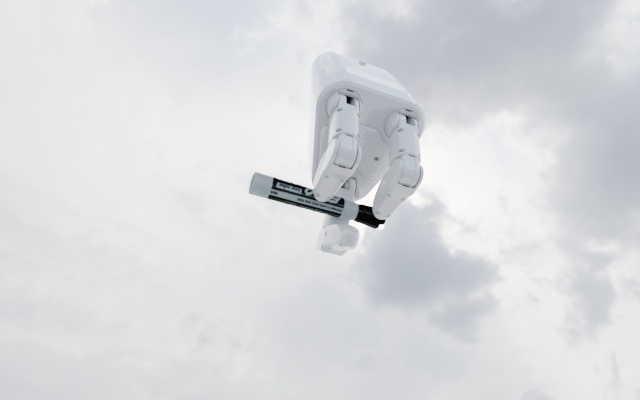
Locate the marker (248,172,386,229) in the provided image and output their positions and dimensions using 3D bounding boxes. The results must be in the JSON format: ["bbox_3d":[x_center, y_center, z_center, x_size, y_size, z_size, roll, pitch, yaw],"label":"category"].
[{"bbox_3d":[0.000,0.001,0.403,0.121,0.020,0.020,16,-5,-16],"label":"marker"}]
